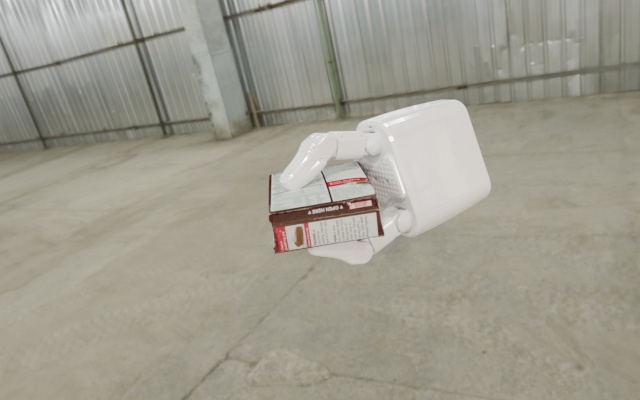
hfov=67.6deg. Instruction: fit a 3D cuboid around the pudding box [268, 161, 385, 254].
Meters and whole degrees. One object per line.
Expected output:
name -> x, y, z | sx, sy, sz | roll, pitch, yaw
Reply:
pudding box -> 0.000, 0.001, 0.420 | 0.090, 0.039, 0.113 | -10, 18, -2
